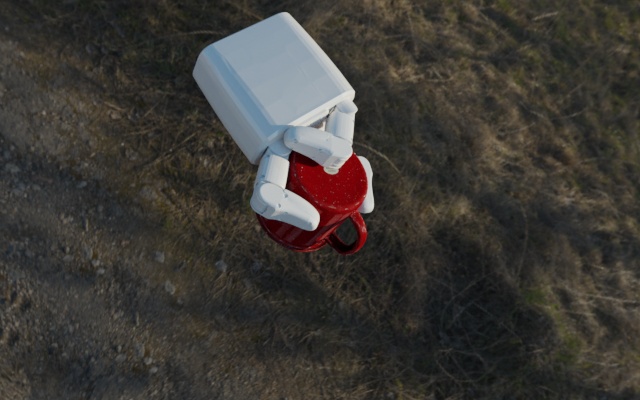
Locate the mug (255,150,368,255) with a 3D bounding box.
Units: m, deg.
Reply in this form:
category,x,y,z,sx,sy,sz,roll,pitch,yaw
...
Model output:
category,x,y,z,sx,sy,sz,roll,pitch,yaw
mug,0.001,0.003,0.461,0.093,0.117,0.081,-32,-9,-38
